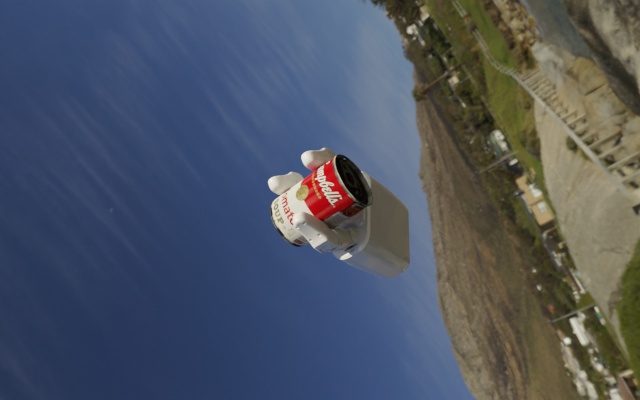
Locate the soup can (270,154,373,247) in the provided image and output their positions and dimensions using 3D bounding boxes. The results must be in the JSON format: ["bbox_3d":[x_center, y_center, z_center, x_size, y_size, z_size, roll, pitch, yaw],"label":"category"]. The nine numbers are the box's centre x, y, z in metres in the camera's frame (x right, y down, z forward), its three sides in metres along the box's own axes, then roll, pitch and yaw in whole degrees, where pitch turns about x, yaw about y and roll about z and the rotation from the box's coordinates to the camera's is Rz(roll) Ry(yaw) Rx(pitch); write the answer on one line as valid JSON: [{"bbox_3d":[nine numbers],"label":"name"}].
[{"bbox_3d":[0.000,0.002,0.556,0.102,0.068,0.068,-34,-16,26],"label":"soup can"}]
